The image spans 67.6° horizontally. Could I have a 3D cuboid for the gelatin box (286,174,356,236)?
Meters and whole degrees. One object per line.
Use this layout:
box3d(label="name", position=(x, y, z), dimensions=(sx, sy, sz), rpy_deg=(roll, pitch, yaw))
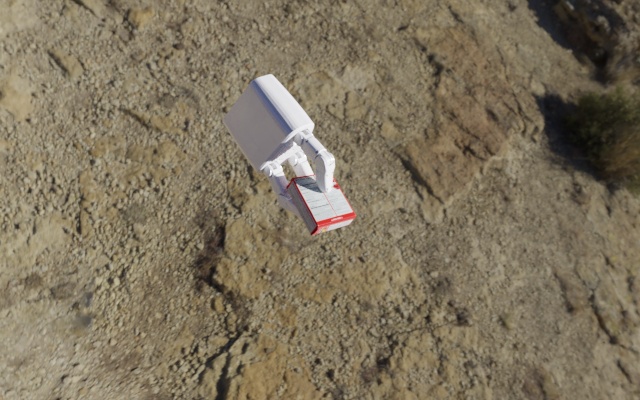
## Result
box3d(label="gelatin box", position=(0.000, 0.002, 0.718), dimensions=(0.073, 0.089, 0.030), rpy_deg=(-13, -27, -36))
